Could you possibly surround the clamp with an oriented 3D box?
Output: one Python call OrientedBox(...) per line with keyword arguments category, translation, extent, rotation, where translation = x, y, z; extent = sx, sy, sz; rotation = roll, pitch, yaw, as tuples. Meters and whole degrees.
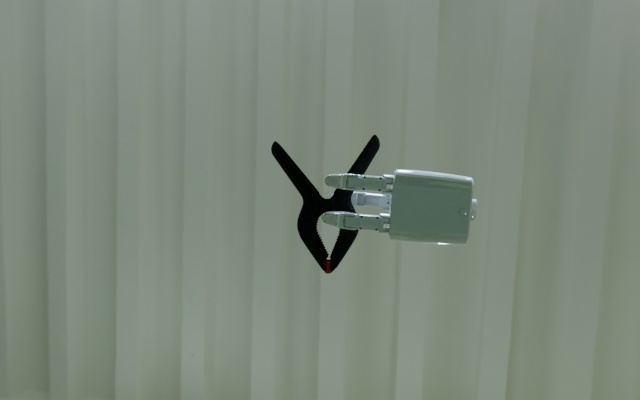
OrientedBox(category="clamp", translation=(0.000, 0.003, 0.720), extent=(0.164, 0.210, 0.036), rotation=(5, 5, 14))
